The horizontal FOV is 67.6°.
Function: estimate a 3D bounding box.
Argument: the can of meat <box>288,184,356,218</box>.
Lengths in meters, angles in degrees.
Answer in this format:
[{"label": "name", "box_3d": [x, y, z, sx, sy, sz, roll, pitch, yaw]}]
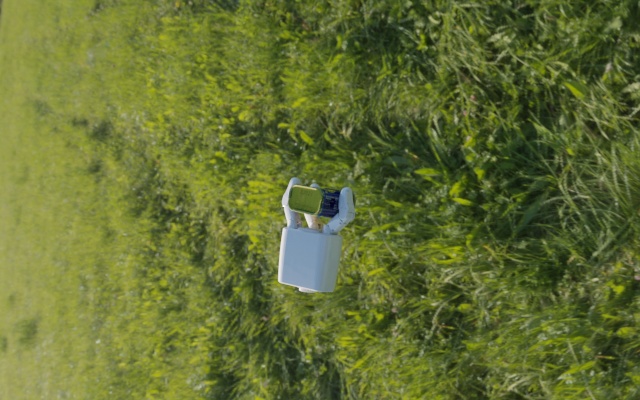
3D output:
[{"label": "can of meat", "box_3d": [0.000, 0.003, 0.893, 0.084, 0.057, 0.102, 8, 2, -42]}]
